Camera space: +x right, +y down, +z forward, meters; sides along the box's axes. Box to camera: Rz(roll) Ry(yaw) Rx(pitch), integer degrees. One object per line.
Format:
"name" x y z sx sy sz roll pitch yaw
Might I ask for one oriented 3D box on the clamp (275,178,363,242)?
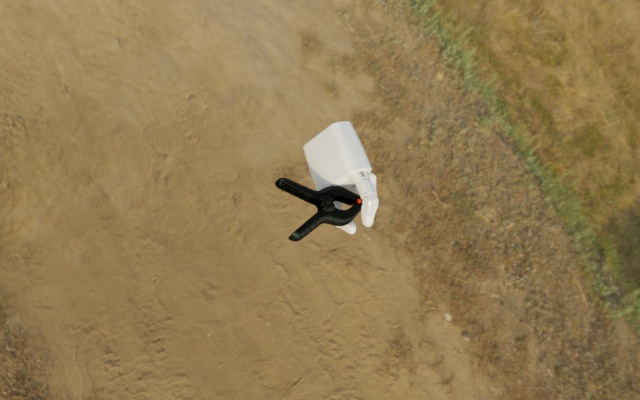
"clamp" 0.001 0.003 0.859 0.171 0.120 0.039 -11 -17 -32
